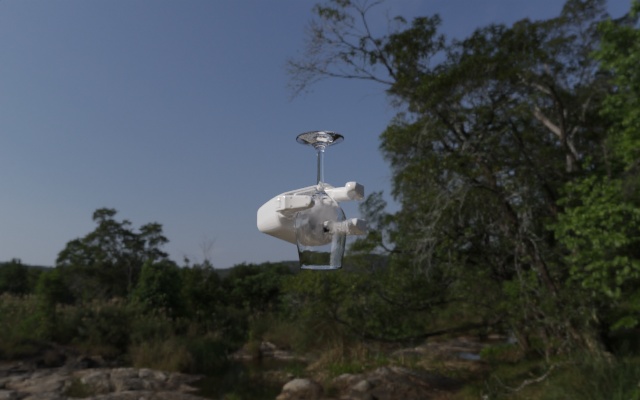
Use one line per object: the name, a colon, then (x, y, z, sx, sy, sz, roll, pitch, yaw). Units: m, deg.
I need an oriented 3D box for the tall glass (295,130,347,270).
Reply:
tall glass: (0.000, 0.002, 0.718, 0.079, 0.201, 0.079, -1, -11, 0)
